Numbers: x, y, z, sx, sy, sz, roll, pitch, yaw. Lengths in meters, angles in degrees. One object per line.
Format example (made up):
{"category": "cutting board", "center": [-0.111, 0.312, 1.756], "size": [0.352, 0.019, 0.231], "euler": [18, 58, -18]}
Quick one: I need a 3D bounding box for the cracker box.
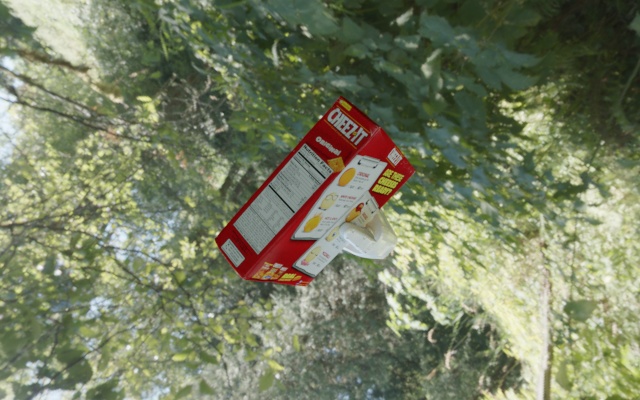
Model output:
{"category": "cracker box", "center": [0.000, 0.002, 0.568], "size": [0.072, 0.214, 0.164], "euler": [45, 7, 25]}
